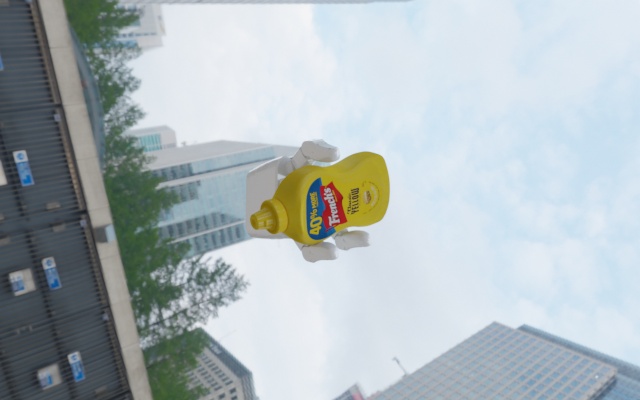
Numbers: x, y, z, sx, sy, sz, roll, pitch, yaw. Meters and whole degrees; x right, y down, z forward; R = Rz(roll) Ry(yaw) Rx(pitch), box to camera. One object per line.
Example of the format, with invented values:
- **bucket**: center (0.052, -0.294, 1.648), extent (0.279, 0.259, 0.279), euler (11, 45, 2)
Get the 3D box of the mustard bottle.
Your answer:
- **mustard bottle**: center (0.001, 0.002, 0.588), extent (0.191, 0.096, 0.058), euler (-16, 26, -34)
